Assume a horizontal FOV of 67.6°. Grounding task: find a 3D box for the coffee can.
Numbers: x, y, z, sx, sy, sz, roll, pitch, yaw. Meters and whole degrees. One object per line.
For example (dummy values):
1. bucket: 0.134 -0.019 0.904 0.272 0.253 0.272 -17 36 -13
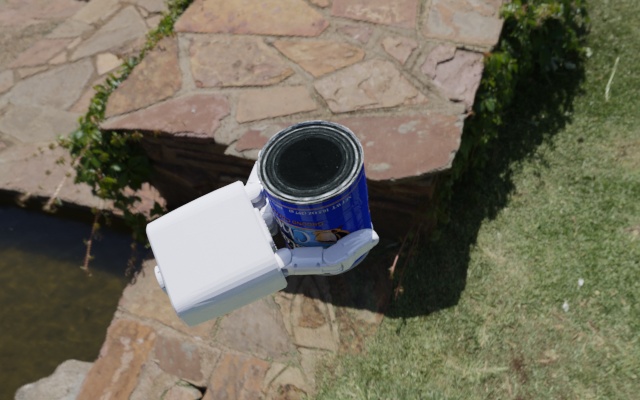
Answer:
1. coffee can: 0.000 0.002 0.503 0.103 0.102 0.140 0 -35 11
